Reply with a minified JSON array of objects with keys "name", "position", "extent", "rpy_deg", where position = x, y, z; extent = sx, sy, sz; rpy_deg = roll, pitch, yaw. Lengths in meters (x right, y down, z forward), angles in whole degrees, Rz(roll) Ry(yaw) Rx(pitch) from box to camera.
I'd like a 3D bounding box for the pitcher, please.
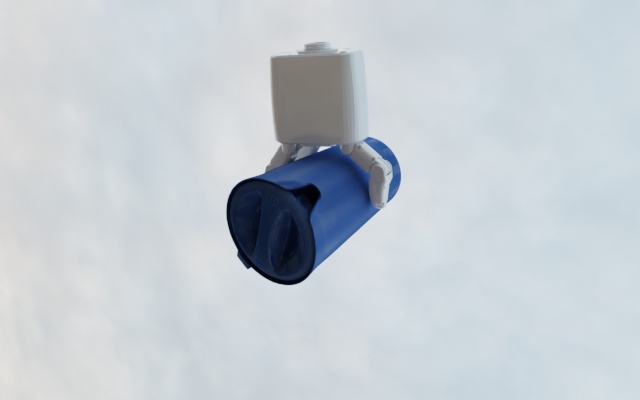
[{"name":"pitcher","position":[0.000,0.002,0.629],"extent":[0.149,0.145,0.242],"rpy_deg":[11,27,34]}]
